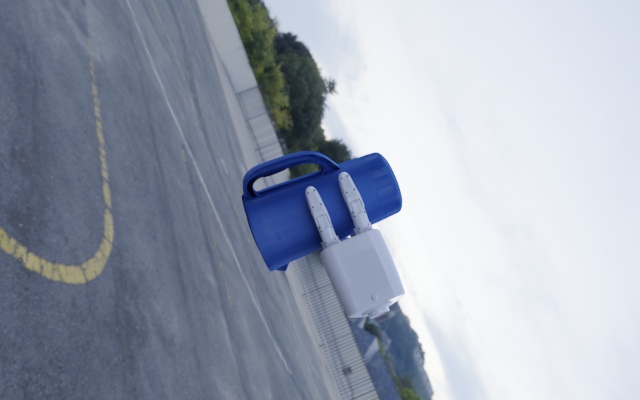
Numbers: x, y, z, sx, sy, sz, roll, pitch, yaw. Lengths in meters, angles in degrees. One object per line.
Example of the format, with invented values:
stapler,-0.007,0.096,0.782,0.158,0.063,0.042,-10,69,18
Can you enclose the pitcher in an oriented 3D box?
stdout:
pitcher,0.000,0.003,0.770,0.243,0.145,0.149,-22,-20,-3
